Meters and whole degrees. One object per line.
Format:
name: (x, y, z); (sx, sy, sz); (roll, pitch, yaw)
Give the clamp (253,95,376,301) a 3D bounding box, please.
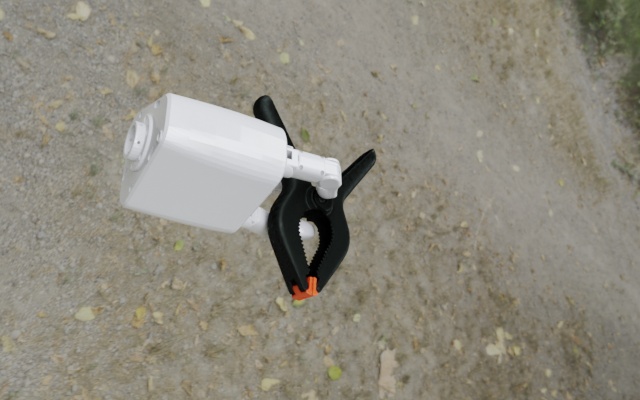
clamp: (0.000, 0.002, 0.507); (0.164, 0.210, 0.036); (14, -28, -33)
